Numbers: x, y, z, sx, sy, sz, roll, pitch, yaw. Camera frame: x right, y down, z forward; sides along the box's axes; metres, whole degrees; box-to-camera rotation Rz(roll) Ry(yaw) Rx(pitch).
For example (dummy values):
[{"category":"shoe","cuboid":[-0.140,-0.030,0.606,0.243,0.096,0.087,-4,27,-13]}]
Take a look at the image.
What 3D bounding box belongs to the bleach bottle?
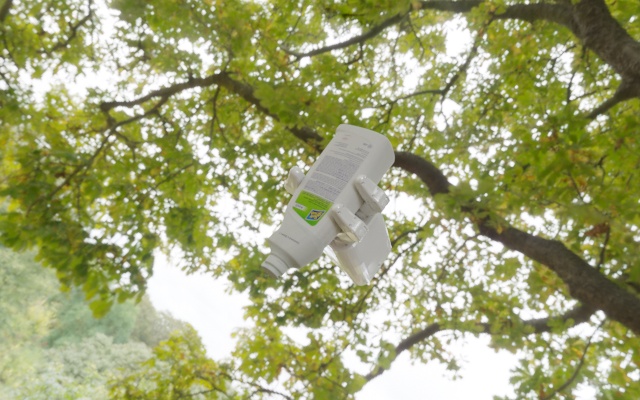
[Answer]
[{"category":"bleach bottle","cuboid":[0.000,0.002,0.676,0.102,0.250,0.068,21,-28,37]}]
